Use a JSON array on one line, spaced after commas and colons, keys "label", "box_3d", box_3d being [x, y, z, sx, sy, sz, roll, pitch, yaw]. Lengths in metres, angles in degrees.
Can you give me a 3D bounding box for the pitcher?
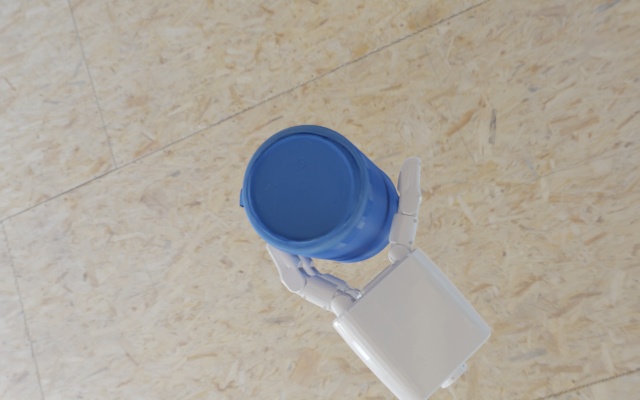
[{"label": "pitcher", "box_3d": [0.000, 0.002, 0.499, 0.149, 0.145, 0.243, -41, -13, 6]}]
